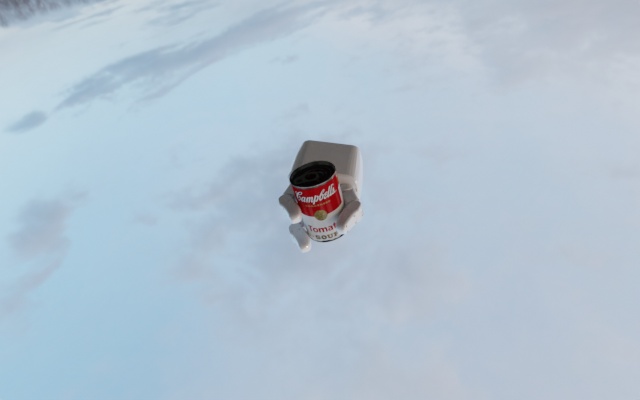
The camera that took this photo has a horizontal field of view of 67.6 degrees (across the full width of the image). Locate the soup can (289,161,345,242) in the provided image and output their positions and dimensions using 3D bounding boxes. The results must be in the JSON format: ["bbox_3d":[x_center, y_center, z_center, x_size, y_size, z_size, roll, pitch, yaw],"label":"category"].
[{"bbox_3d":[0.000,0.003,0.701,0.068,0.102,0.068,-11,34,8],"label":"soup can"}]
